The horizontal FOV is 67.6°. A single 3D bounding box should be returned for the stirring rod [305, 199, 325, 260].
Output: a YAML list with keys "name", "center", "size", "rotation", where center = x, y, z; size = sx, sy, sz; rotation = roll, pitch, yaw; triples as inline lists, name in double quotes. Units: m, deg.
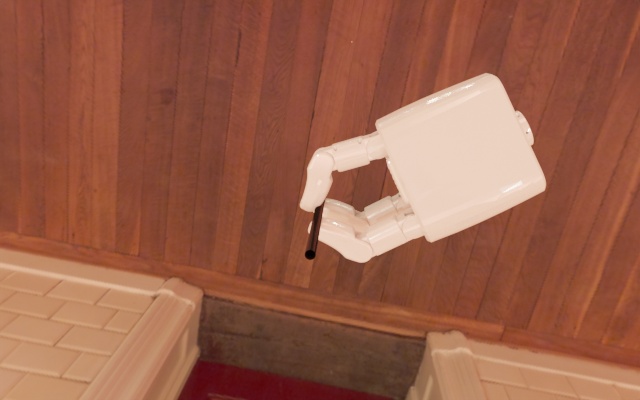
- name: "stirring rod"
  center: [0.000, 0.001, 0.458]
  size: [0.011, 0.011, 0.239]
  rotation: [0, 18, 4]
